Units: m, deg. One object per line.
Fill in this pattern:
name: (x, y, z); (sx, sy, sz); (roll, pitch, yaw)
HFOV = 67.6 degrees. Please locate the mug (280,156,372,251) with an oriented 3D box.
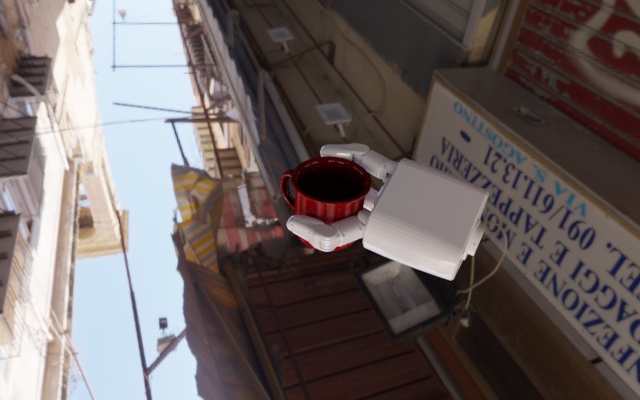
mug: (-0.001, 0.002, 0.577); (0.117, 0.082, 0.093); (23, 42, 22)
